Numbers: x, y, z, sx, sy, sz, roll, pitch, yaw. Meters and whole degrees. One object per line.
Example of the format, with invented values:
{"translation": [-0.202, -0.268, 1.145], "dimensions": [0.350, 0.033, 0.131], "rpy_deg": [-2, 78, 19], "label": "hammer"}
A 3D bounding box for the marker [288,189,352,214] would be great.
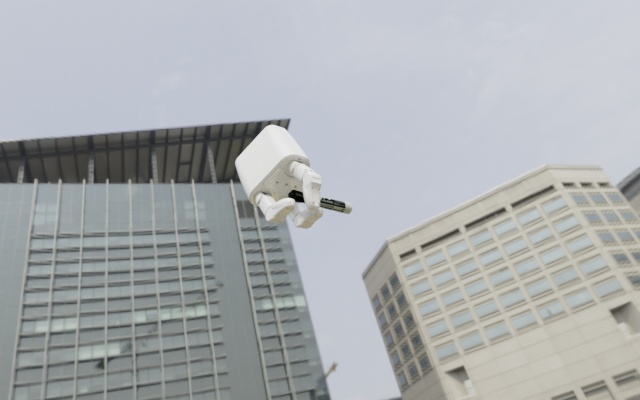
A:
{"translation": [0.000, 0.002, 0.756], "dimensions": [0.121, 0.020, 0.020], "rpy_deg": [13, -8, -37], "label": "marker"}
